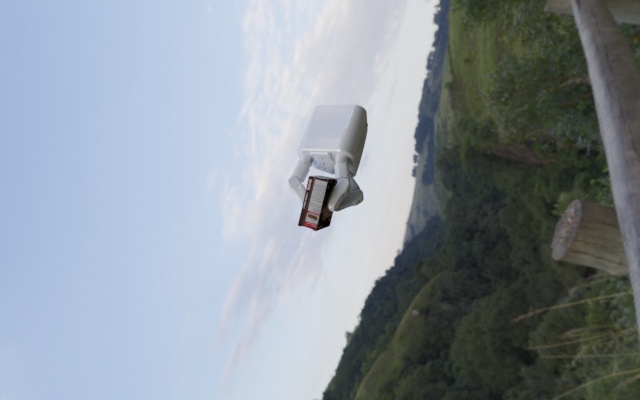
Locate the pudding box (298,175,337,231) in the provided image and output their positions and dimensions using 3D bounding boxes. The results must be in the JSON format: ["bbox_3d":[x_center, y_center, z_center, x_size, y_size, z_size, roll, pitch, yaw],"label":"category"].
[{"bbox_3d":[0.000,0.003,0.833,0.039,0.090,0.113,14,5,14],"label":"pudding box"}]
